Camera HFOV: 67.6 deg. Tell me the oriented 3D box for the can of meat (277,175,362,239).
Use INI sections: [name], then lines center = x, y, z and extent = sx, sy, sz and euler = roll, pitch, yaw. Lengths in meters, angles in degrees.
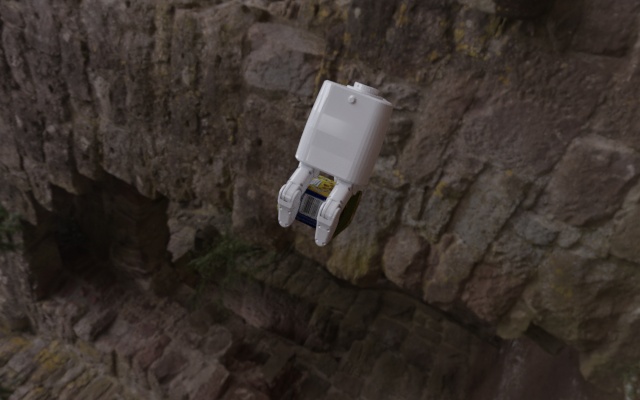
[can of meat]
center = 0.000, 0.002, 0.653
extent = 0.084, 0.057, 0.102
euler = 24, 18, 14
